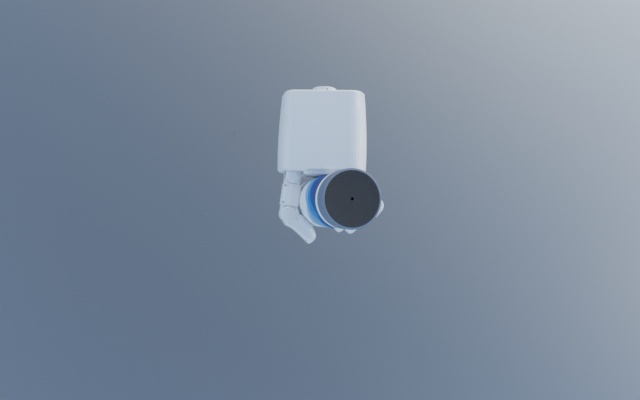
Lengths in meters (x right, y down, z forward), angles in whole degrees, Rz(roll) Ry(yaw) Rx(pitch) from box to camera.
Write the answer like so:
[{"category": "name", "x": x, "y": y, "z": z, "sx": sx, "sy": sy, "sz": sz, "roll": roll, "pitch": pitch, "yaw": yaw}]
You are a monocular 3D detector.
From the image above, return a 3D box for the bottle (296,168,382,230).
[{"category": "bottle", "x": 0.000, "y": 0.002, "z": 0.651, "sx": 0.069, "sy": 0.069, "sz": 0.296, "roll": 0, "pitch": -2, "yaw": -13}]
